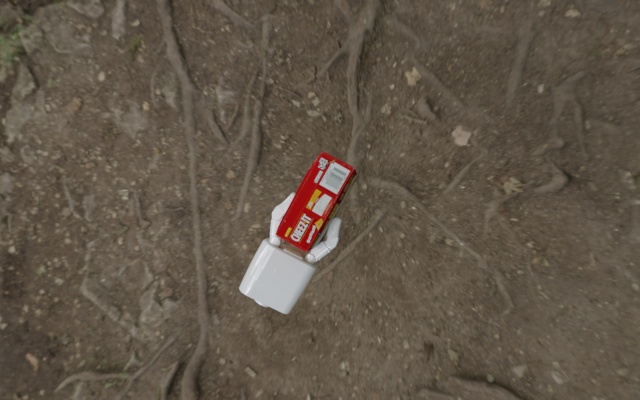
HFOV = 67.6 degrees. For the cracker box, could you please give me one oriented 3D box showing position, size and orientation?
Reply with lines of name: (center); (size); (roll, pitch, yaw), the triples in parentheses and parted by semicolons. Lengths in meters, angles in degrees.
cracker box: (0.000, 0.003, 0.891); (0.072, 0.164, 0.213); (29, 3, 5)
